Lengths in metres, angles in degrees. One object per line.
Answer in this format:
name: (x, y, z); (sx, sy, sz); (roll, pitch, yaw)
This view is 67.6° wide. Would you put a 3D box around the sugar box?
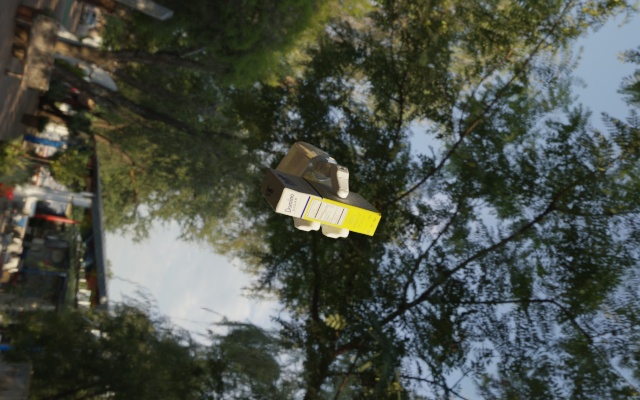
sugar box: (0.000, 0.003, 0.755); (0.176, 0.048, 0.093); (13, 17, -27)
